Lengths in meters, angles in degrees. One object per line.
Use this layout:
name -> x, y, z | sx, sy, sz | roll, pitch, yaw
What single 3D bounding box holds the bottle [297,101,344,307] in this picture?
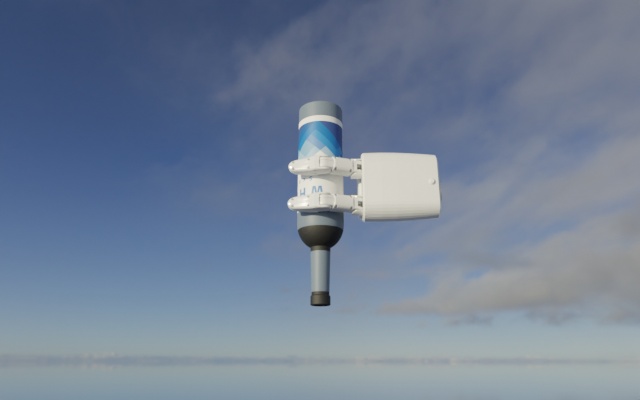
bottle -> 0.000, 0.002, 0.691 | 0.069, 0.295, 0.069 | 0, -18, 0
